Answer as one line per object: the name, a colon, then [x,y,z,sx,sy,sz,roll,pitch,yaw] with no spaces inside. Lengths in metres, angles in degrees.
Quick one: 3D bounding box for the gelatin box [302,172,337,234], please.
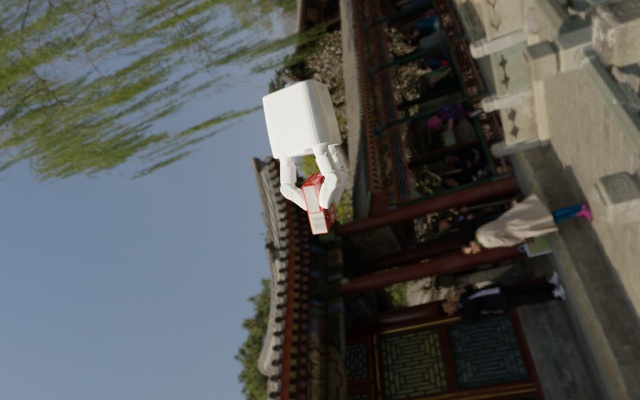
gelatin box: [0.000,0.003,0.815,0.030,0.089,0.073,-8,16,17]
